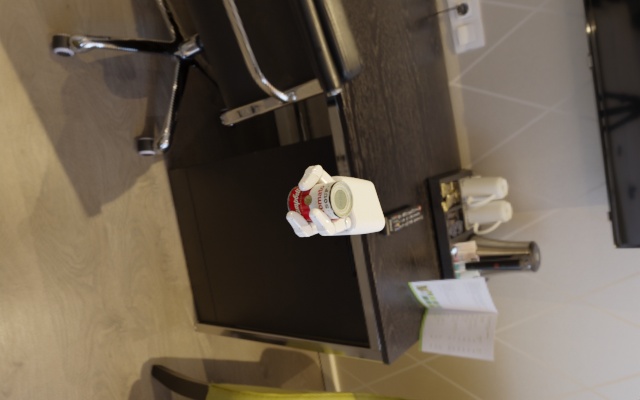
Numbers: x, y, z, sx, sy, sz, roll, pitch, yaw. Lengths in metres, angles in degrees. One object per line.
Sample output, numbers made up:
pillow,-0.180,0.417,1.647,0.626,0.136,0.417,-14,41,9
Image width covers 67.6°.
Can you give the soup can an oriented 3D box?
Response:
soup can,0.000,0.003,0.863,0.102,0.068,0.068,-6,-4,40
